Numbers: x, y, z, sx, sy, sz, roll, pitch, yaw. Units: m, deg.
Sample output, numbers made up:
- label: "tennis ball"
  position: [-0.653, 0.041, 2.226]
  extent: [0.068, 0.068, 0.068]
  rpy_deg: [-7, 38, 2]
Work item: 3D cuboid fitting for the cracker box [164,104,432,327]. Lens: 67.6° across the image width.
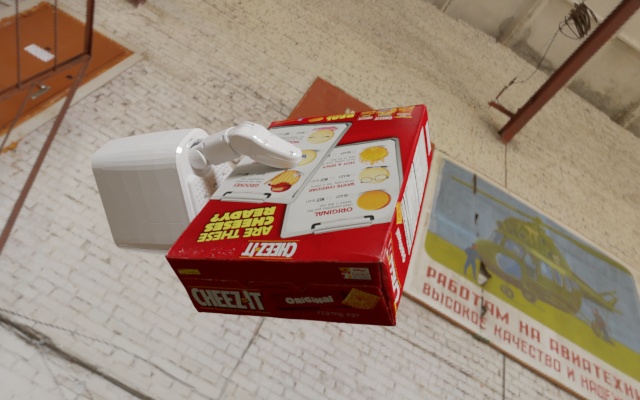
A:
- label: "cracker box"
  position: [0.000, 0.001, 0.409]
  extent: [0.164, 0.072, 0.213]
  rpy_deg: [-2, 36, 22]
